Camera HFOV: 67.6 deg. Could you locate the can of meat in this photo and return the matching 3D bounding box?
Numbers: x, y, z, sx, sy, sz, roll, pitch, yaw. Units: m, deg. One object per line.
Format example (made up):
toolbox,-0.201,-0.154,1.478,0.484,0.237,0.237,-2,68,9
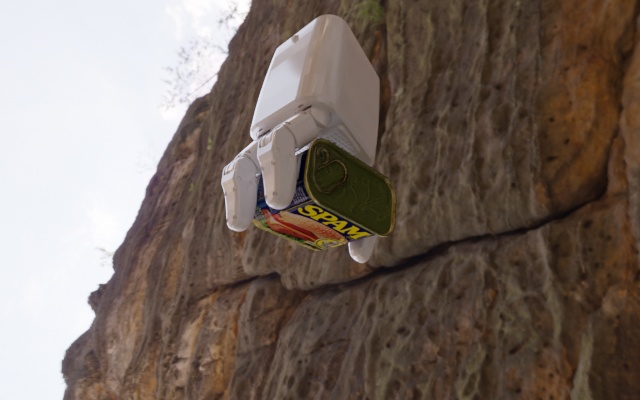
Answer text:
can of meat,0.000,0.002,0.409,0.102,0.057,0.084,28,-33,-35
